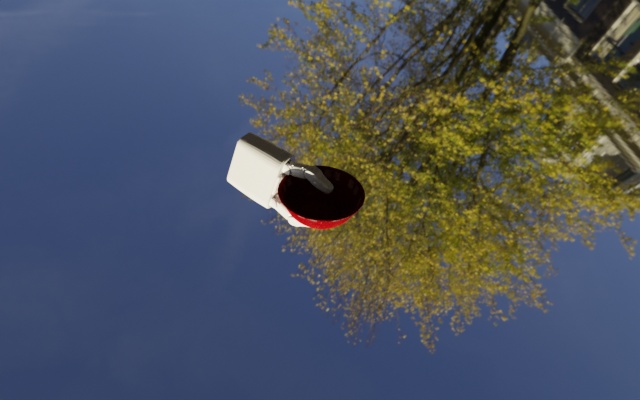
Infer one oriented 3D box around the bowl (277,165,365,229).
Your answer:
[{"bbox_3d":[0.001,0.004,0.892,0.162,0.055,0.162,3,40,-3],"label":"bowl"}]
